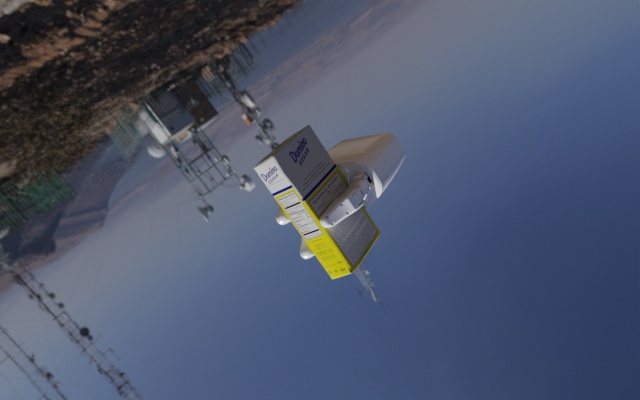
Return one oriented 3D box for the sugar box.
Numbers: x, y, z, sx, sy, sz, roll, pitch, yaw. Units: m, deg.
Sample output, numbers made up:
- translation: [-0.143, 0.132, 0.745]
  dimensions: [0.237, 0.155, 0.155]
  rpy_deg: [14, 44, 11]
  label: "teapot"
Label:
- translation: [0.000, 0.002, 0.607]
  dimensions: [0.048, 0.176, 0.093]
  rpy_deg: [-26, 15, 41]
  label: "sugar box"
